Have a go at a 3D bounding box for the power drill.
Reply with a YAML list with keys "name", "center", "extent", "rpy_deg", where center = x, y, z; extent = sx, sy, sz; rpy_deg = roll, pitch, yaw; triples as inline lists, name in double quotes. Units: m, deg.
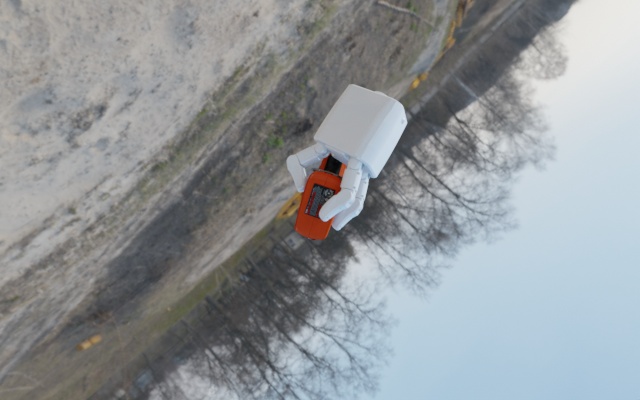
- name: "power drill"
  center: [0.000, 0.003, 0.812]
  extent: [0.057, 0.184, 0.187]
  rpy_deg: [16, 14, 0]
